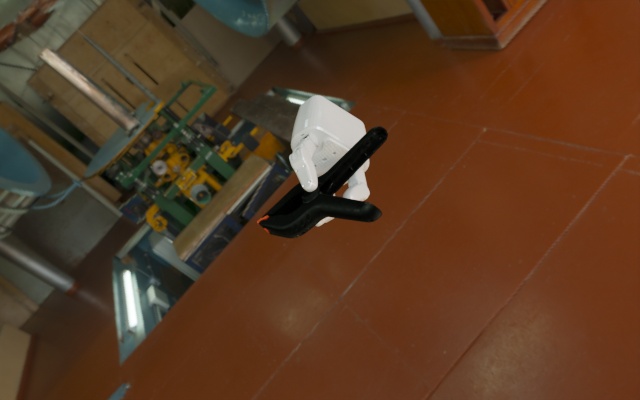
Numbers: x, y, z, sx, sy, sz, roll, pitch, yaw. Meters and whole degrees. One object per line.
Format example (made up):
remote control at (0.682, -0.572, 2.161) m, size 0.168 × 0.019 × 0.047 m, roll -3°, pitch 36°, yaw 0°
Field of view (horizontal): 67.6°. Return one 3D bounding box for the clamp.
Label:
clamp at (-0.001, 0.002, 0.613) m, size 0.210 × 0.036 × 0.164 m, roll -31°, pitch 30°, yaw 25°
